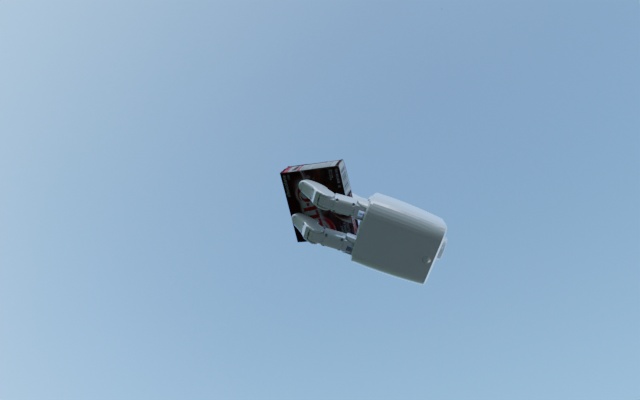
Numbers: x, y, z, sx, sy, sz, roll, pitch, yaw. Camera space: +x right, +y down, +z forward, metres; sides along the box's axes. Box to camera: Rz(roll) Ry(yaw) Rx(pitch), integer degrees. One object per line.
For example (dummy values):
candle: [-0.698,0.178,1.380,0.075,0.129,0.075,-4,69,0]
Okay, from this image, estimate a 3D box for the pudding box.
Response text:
pudding box: [0.000,0.002,0.685,0.090,0.113,0.039,-6,18,20]
